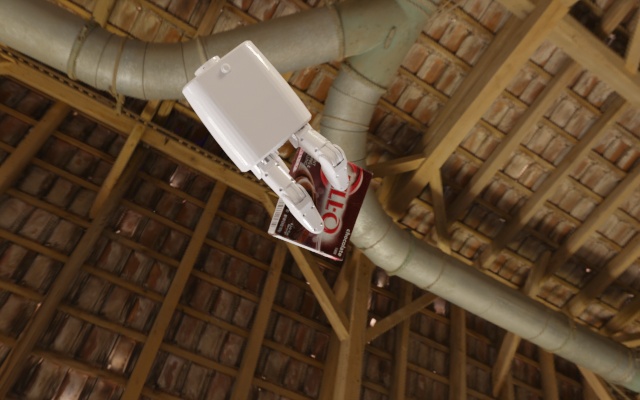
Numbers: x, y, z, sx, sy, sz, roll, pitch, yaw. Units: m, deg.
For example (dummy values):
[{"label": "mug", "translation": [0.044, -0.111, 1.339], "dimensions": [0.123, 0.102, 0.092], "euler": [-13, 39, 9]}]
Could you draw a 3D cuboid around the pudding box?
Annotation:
[{"label": "pudding box", "translation": [0.000, 0.002, 0.554], "dimensions": [0.090, 0.113, 0.039], "euler": [23, -7, -20]}]
